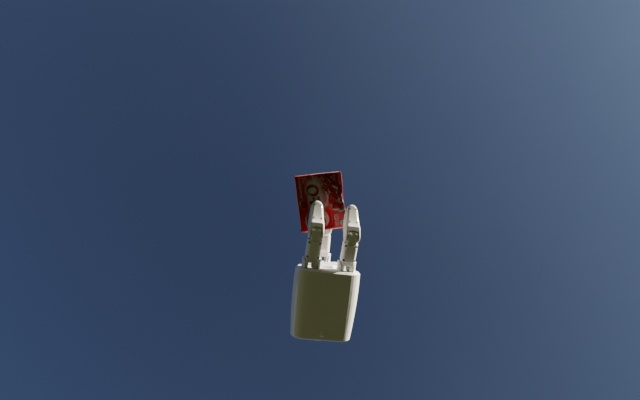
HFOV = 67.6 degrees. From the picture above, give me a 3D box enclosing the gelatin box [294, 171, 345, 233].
[{"bbox_3d":[0.000,0.002,0.747,0.073,0.089,0.030,-6,-1,-5],"label":"gelatin box"}]
